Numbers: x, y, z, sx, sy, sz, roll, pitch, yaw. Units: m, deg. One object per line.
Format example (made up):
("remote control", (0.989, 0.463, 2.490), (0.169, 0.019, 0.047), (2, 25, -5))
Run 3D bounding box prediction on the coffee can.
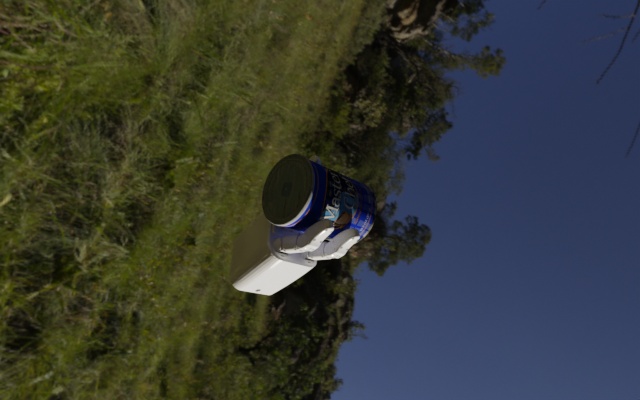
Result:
("coffee can", (0.000, 0.002, 0.703), (0.140, 0.103, 0.103), (21, -14, -42))
